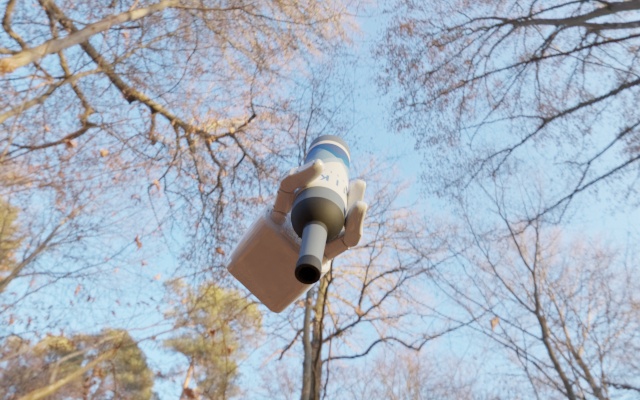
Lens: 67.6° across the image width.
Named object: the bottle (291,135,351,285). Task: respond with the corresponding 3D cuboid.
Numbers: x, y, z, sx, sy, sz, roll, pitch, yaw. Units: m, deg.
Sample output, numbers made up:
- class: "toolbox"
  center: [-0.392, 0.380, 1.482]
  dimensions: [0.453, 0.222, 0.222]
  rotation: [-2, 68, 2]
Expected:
- class: "bottle"
  center: [0.000, 0.002, 0.611]
  dimensions: [0.069, 0.069, 0.295]
  rotation: [0, 30, 6]
